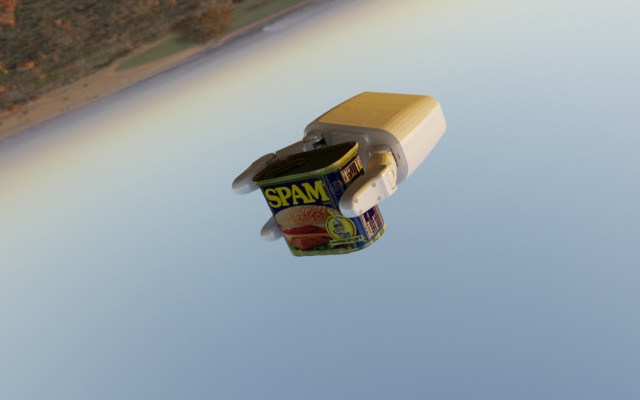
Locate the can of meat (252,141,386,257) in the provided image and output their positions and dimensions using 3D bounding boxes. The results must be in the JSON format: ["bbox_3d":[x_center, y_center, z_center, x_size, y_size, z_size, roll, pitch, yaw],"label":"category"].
[{"bbox_3d":[0.000,0.002,0.433,0.102,0.084,0.057,-8,25,39],"label":"can of meat"}]
